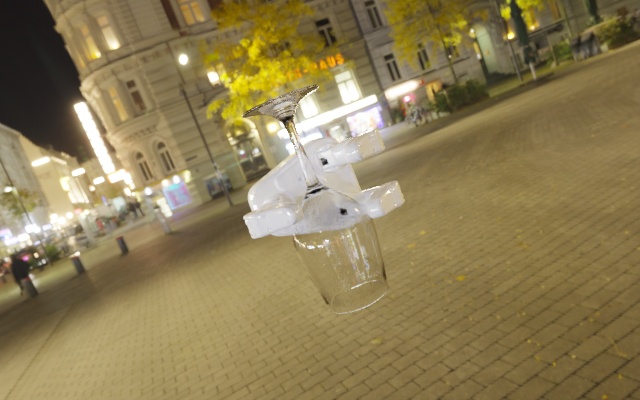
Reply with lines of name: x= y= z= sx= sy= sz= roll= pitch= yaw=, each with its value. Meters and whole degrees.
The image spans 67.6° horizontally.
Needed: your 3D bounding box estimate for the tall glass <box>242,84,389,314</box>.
tall glass: x=0.000 y=0.001 z=0.444 sx=0.079 sy=0.201 sz=0.079 roll=-21 pitch=8 yaw=3
